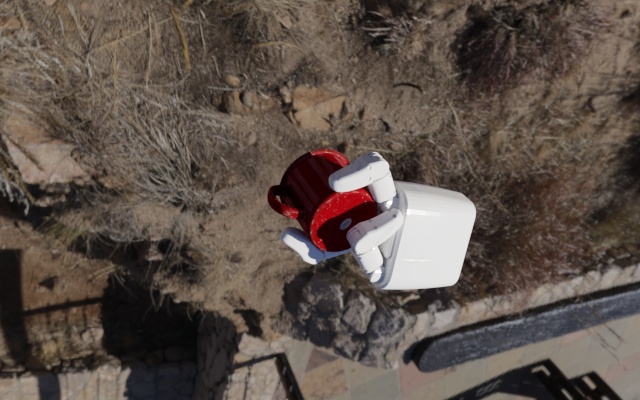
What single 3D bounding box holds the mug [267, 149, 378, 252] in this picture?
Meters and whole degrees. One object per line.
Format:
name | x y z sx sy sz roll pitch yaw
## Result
mug | -0.001 0.002 0.519 0.117 0.093 0.081 4 30 -28
